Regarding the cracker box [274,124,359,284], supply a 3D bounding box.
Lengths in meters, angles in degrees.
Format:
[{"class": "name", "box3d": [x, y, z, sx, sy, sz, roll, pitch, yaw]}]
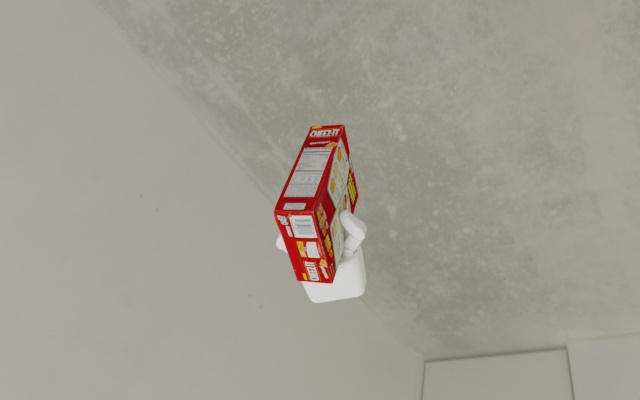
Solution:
[{"class": "cracker box", "box3d": [0.000, 0.003, 0.789, 0.072, 0.164, 0.213, 1, 43, 18]}]
